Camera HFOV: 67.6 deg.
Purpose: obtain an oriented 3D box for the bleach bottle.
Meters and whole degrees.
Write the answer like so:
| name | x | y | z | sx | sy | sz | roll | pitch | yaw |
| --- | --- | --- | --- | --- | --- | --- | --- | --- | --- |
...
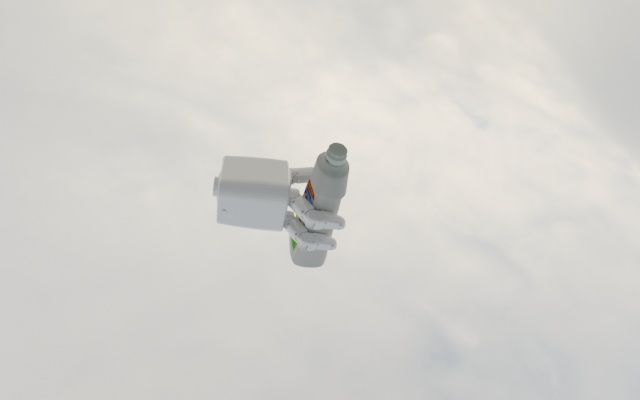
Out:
| name | x | y | z | sx | sy | sz | roll | pitch | yaw |
| --- | --- | --- | --- | --- | --- | --- | --- | --- | --- |
| bleach bottle | 0.000 | 0.003 | 0.771 | 0.068 | 0.102 | 0.251 | 5 | -42 | -10 |
